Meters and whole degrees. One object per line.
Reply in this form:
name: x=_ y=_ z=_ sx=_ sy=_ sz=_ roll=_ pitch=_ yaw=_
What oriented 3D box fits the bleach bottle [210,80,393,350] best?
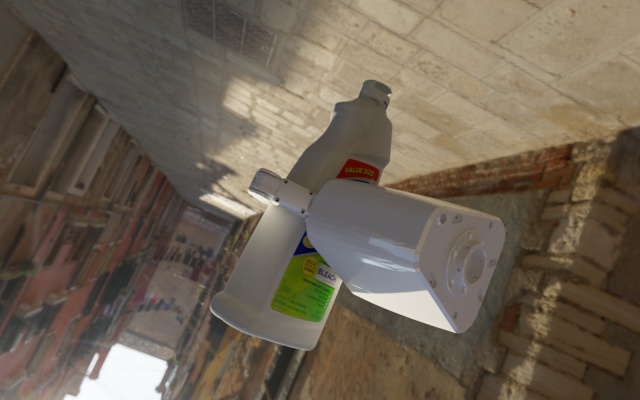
bleach bottle: x=0.000 y=0.001 z=0.434 sx=0.068 sy=0.251 sz=0.103 roll=15 pitch=-13 yaw=47
